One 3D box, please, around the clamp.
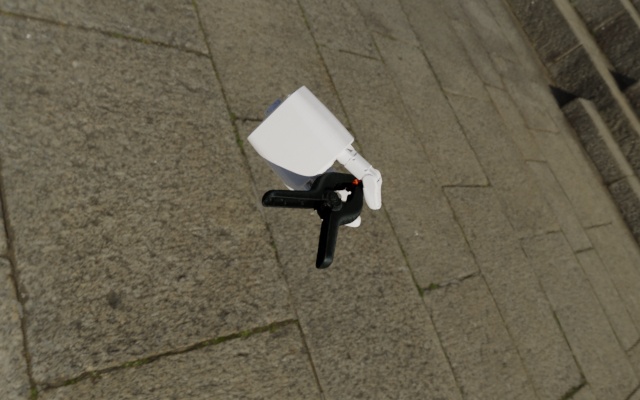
[{"bbox_3d":[0.001,0.002,0.643,0.039,0.120,0.171,-37,8,41],"label":"clamp"}]
